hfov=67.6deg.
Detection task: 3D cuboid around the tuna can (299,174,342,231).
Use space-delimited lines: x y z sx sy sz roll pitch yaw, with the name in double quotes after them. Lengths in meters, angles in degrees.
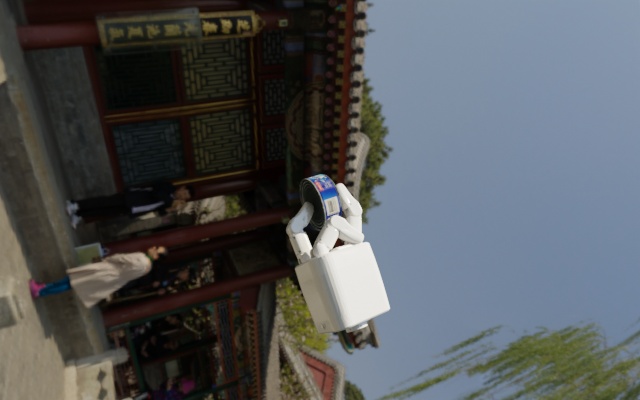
0.001 0.002 0.757 0.034 0.086 0.086 -18 7 -23 "tuna can"
